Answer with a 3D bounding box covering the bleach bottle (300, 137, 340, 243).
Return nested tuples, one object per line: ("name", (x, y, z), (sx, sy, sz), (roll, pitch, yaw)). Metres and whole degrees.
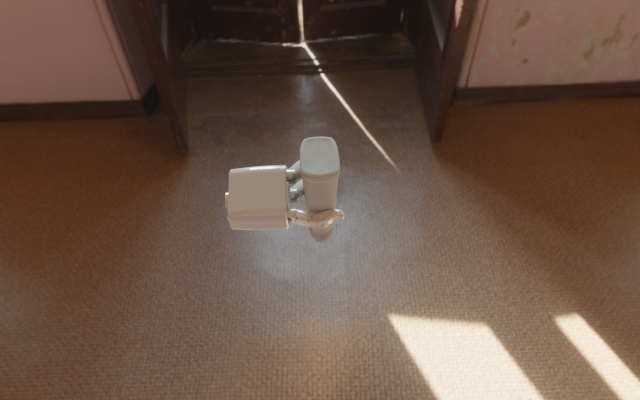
("bleach bottle", (0.000, 0.003, 0.899), (0.068, 0.102, 0.251), (-3, -40, -1))
